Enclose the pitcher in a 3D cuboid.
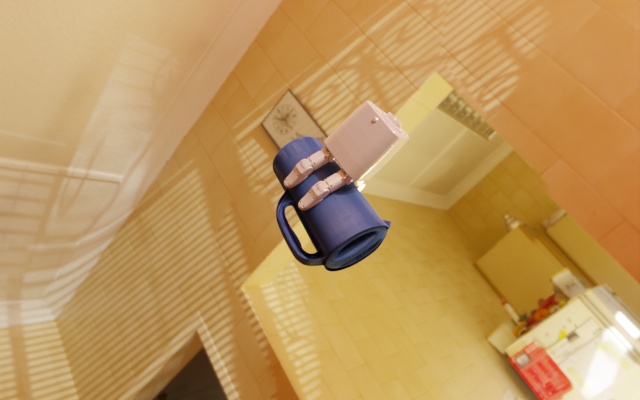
[{"bbox_3d":[0.000,0.003,0.877,0.145,0.242,0.149,-43,-28,19],"label":"pitcher"}]
